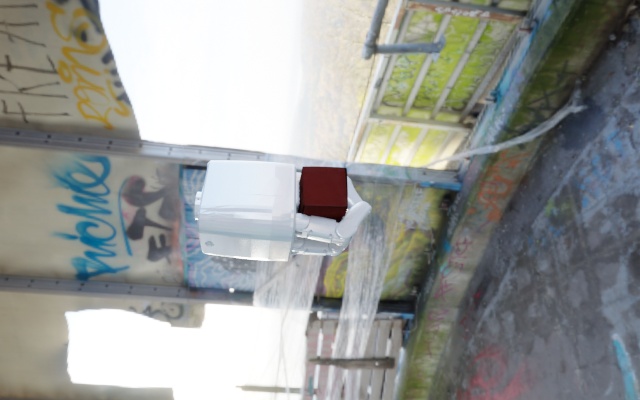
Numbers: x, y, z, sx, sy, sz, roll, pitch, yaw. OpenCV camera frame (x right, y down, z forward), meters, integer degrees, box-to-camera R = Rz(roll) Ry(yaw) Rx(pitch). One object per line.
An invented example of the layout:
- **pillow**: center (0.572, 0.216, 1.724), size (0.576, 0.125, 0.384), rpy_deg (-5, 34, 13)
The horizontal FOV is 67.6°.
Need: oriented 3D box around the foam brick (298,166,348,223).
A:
- **foam brick**: center (0.000, 0.002, 0.560), size (0.051, 0.053, 0.078), rpy_deg (3, -29, -7)
